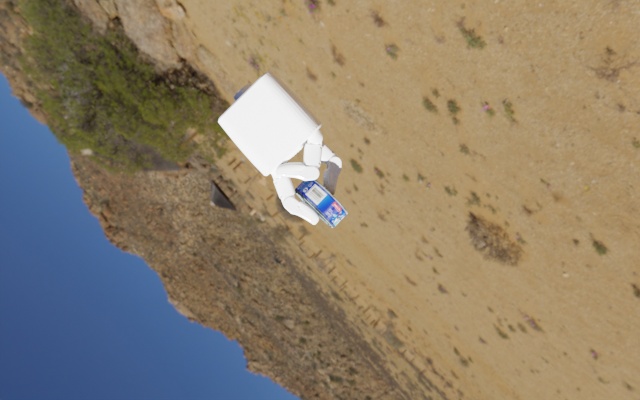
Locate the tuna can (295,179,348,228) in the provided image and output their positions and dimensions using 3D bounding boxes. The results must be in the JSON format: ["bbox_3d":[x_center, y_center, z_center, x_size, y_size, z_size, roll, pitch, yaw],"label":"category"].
[{"bbox_3d":[0.000,0.003,0.735,0.086,0.034,0.086,44,-5,5],"label":"tuna can"}]
